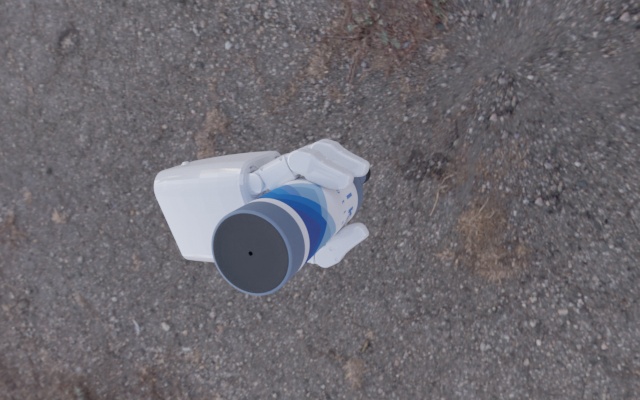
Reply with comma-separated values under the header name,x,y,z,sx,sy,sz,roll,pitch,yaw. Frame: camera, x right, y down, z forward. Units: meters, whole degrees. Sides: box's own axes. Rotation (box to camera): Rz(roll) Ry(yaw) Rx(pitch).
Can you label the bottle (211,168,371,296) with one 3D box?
name,x,y,z,sx,sy,sz,roll,pitch,yaw
bottle,0.000,0.002,0.478,0.069,0.069,0.295,0,15,21
